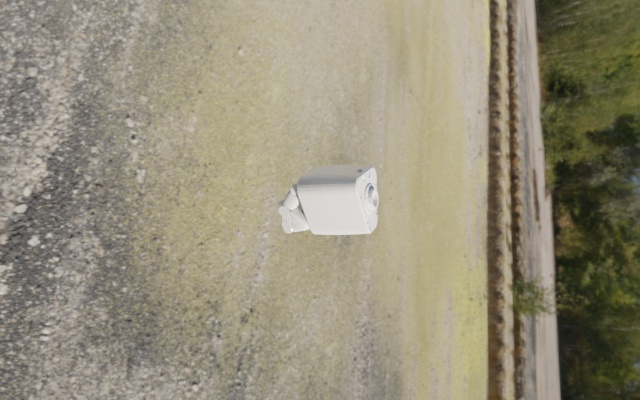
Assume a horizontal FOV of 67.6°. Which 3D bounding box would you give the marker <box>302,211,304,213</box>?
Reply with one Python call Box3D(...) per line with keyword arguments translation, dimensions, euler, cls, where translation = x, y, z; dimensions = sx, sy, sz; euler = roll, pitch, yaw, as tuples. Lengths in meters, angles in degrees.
Box3D(translation=(0.000, 0.003, 0.871), dimensions=(0.020, 0.020, 0.121), euler=(0, 19, 27), cls="marker")
